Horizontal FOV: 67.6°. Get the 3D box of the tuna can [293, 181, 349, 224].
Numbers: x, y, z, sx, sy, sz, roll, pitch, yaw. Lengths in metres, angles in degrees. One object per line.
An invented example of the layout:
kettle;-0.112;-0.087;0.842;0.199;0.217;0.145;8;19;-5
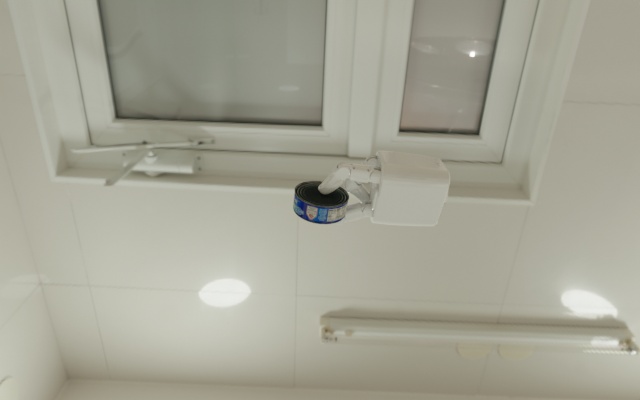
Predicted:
tuna can;0.000;0.003;0.749;0.086;0.034;0.086;7;27;-4
